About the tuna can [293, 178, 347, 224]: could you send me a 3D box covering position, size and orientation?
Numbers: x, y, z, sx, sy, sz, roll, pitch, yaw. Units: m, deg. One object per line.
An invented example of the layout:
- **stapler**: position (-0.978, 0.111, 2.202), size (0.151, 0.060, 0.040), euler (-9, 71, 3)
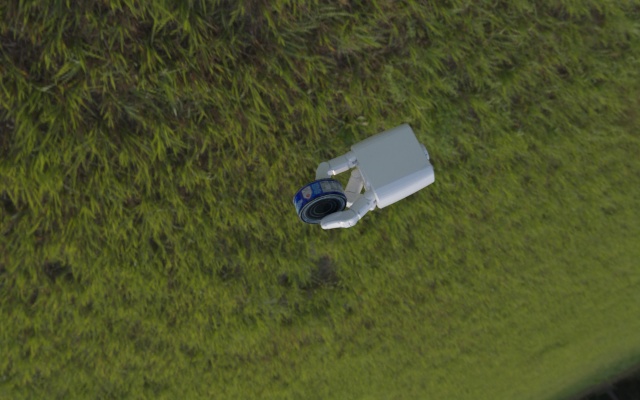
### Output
- **tuna can**: position (0.000, 0.003, 0.789), size (0.086, 0.033, 0.086), euler (-15, -32, -10)
